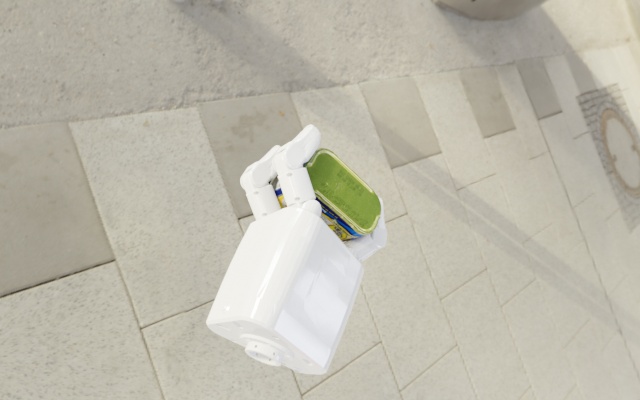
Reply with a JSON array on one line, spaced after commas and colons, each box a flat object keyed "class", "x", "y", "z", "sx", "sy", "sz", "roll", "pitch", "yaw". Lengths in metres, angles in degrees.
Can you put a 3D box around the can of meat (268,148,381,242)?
[{"class": "can of meat", "x": 0.000, "y": 0.002, "z": 0.488, "sx": 0.102, "sy": 0.057, "sz": 0.084, "roll": 40, "pitch": -35, "yaw": -21}]
